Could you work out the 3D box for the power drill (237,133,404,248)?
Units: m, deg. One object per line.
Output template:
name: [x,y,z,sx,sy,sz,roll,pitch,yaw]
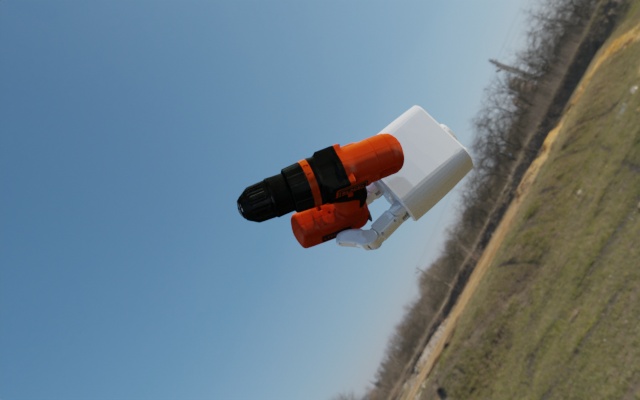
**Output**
power drill: [0.000,0.002,0.566,0.184,0.057,0.188,-20,-17,-8]
